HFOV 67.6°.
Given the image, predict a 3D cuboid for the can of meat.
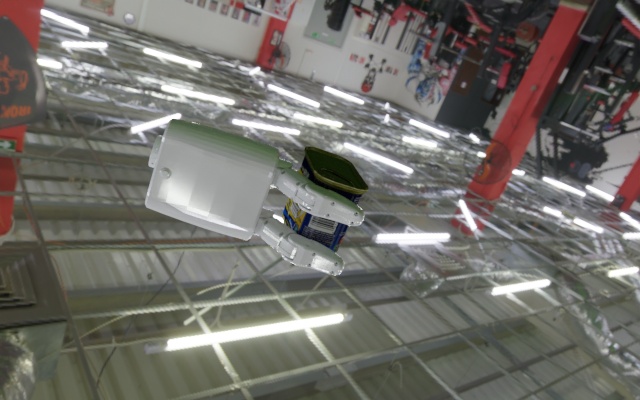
[{"bbox_3d":[0.000,0.002,0.499,0.057,0.084,0.102,17,20,-17],"label":"can of meat"}]
